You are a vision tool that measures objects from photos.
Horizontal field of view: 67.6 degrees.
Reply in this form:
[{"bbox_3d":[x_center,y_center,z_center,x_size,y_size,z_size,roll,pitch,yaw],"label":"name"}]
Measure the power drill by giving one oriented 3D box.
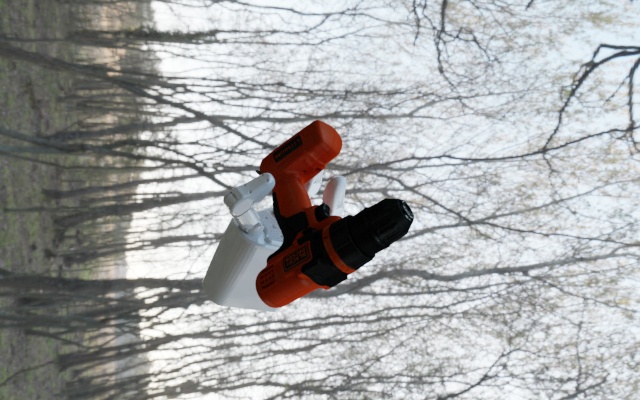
[{"bbox_3d":[0.000,0.001,0.513,0.184,0.187,0.057,-32,-46,23],"label":"power drill"}]
